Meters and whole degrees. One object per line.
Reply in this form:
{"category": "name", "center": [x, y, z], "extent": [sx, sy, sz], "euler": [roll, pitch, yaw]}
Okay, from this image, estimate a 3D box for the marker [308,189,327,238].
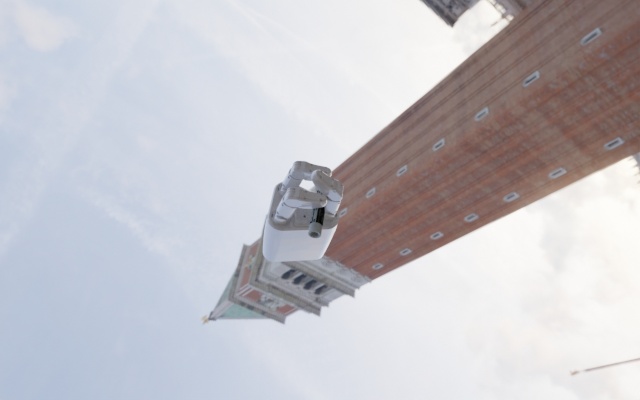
{"category": "marker", "center": [0.000, 0.002, 0.708], "extent": [0.020, 0.121, 0.020], "euler": [6, -40, 5]}
